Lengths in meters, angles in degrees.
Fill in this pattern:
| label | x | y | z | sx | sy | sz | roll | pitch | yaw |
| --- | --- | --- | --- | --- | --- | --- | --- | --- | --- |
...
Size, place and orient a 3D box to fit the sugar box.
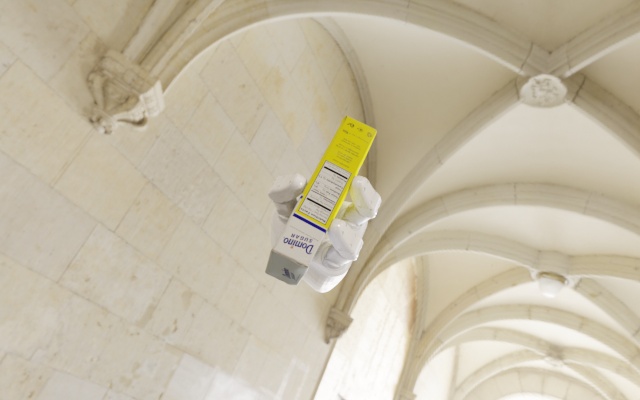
| label | x | y | z | sx | sy | sz | roll | pitch | yaw |
| --- | --- | --- | --- | --- | --- | --- | --- | --- | --- |
| sugar box | 0.001 | 0.002 | 0.522 | 0.048 | 0.176 | 0.093 | 25 | -24 | 0 |
